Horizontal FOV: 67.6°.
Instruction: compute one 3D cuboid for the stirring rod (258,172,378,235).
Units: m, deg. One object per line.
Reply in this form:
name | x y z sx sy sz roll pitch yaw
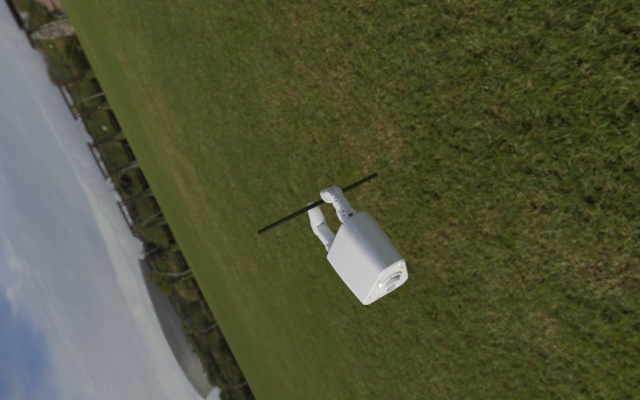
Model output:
stirring rod | 0.000 0.003 0.828 0.239 0.011 0.011 -26 9 -19
